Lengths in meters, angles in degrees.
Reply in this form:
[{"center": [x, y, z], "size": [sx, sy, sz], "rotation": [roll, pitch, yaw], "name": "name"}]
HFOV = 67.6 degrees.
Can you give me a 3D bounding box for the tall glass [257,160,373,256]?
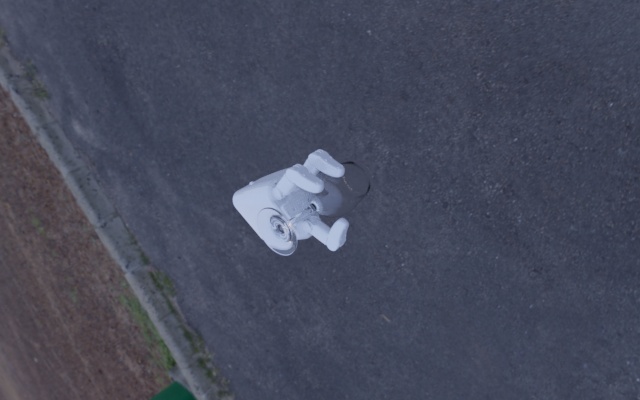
[{"center": [0.000, 0.003, 0.724], "size": [0.079, 0.079, 0.201], "rotation": [0, 24, 43], "name": "tall glass"}]
